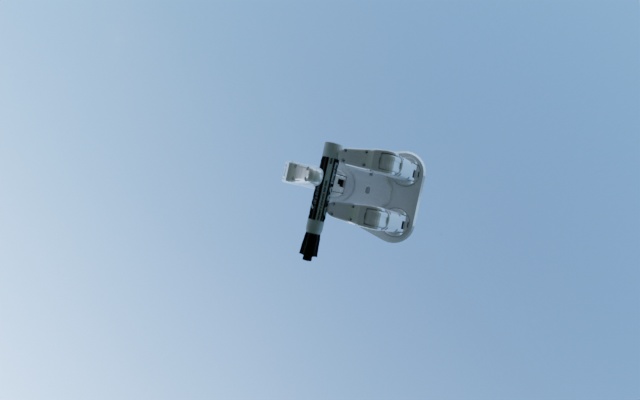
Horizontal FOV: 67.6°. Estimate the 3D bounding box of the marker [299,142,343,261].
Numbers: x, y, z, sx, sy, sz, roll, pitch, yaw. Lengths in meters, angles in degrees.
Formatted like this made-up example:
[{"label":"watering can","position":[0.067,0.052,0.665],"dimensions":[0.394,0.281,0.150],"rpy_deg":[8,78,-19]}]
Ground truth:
[{"label":"marker","position":[0.000,0.002,0.481],"dimensions":[0.020,0.121,0.020],"rpy_deg":[13,0,0]}]
